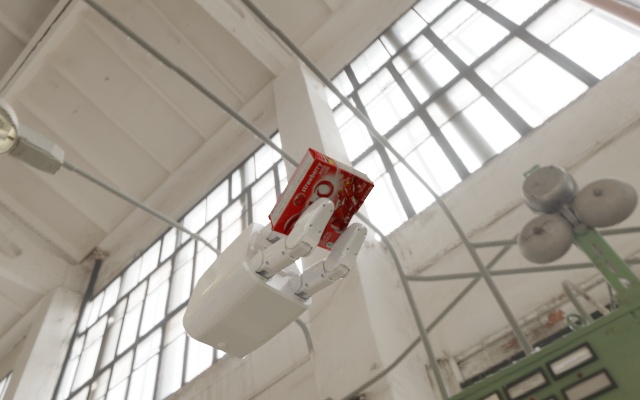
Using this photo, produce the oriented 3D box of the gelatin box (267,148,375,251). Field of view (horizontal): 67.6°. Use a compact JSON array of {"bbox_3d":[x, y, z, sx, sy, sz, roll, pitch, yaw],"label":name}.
[{"bbox_3d":[0.000,0.001,0.481,0.073,0.089,0.030,23,21,-28],"label":"gelatin box"}]
